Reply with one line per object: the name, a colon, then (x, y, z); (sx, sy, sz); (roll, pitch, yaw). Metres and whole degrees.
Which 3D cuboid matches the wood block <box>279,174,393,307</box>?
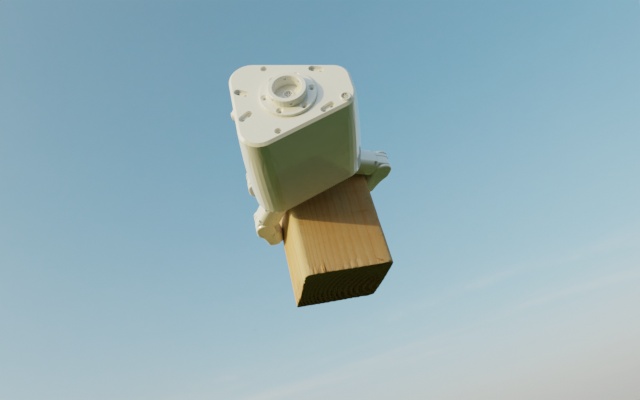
wood block: (0.000, 0.001, 0.537); (0.091, 0.206, 0.090); (-7, -31, -13)
